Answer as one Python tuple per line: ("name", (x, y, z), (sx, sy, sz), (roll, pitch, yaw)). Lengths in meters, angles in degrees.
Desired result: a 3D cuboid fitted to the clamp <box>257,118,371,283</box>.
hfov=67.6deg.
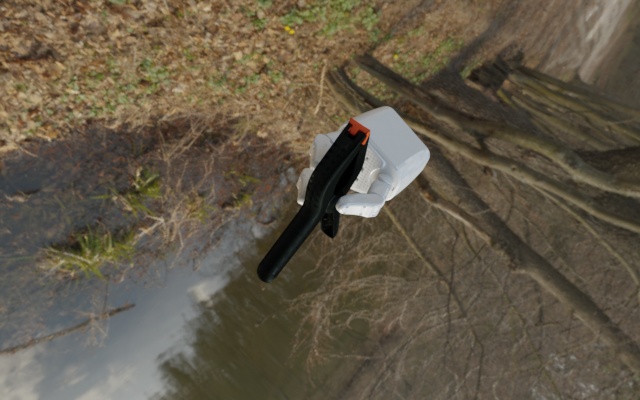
("clamp", (0.001, 0.002, 0.568), (0.036, 0.210, 0.164), (36, 40, 16))
